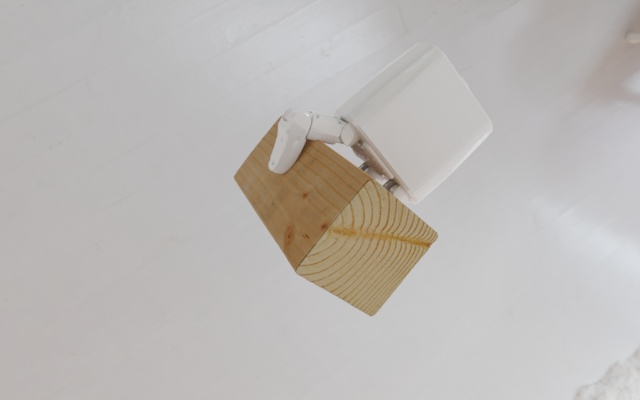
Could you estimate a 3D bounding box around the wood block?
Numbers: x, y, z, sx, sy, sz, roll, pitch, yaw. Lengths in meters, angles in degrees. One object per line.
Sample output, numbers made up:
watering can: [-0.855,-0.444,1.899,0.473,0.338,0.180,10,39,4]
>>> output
wood block: [0.000,0.001,0.449,0.091,0.090,0.206,36,4,-31]
